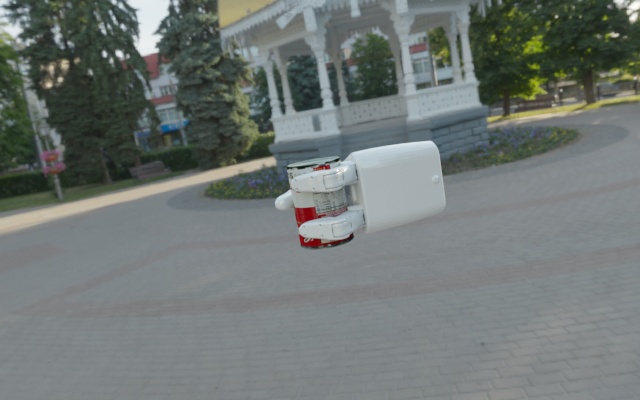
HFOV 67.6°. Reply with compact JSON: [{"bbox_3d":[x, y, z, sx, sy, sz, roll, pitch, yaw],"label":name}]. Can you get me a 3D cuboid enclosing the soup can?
[{"bbox_3d":[0.000,0.002,0.587,0.068,0.102,0.068,-10,10,2],"label":"soup can"}]
